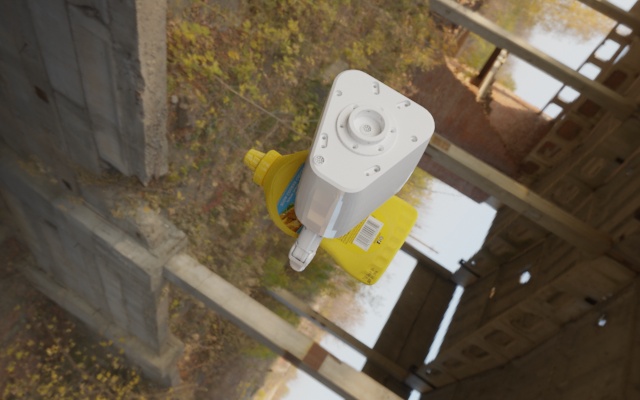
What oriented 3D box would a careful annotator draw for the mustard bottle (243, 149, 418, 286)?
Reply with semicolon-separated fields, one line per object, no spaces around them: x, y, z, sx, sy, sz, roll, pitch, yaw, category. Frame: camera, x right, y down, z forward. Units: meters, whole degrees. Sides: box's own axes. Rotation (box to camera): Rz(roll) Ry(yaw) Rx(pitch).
0.000;0.002;0.513;0.191;0.096;0.058;32;3;6;mustard bottle
